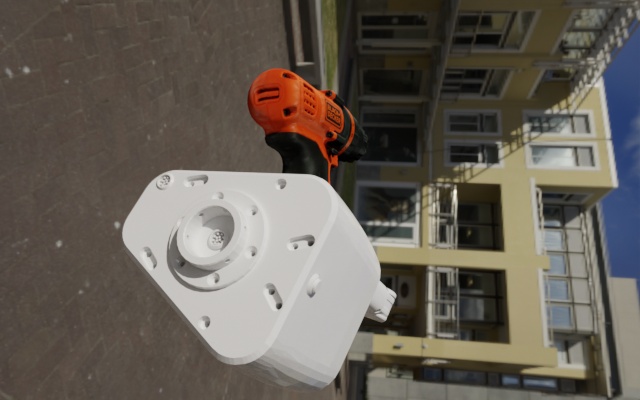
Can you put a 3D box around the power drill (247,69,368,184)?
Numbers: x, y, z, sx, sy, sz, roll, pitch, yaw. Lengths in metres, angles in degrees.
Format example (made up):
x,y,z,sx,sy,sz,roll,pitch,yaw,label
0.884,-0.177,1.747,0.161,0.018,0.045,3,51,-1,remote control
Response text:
x,y,z,sx,sy,sz,roll,pitch,yaw,label
0.000,0.002,0.409,0.057,0.187,0.184,-6,-9,25,power drill
